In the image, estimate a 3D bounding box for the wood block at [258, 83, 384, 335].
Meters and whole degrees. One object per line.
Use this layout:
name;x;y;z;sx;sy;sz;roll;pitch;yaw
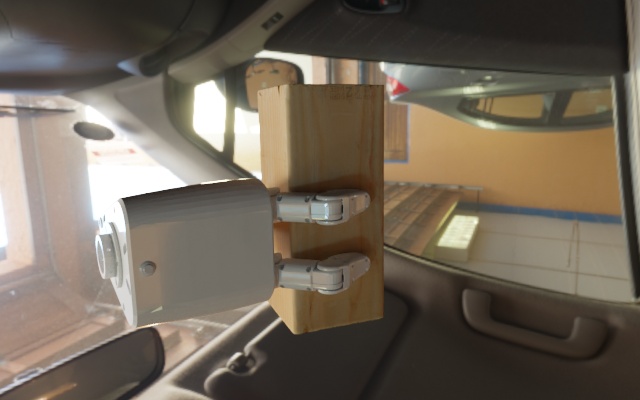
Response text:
wood block;0.000;0.002;0.439;0.090;0.206;0.091;-5;11;-22
